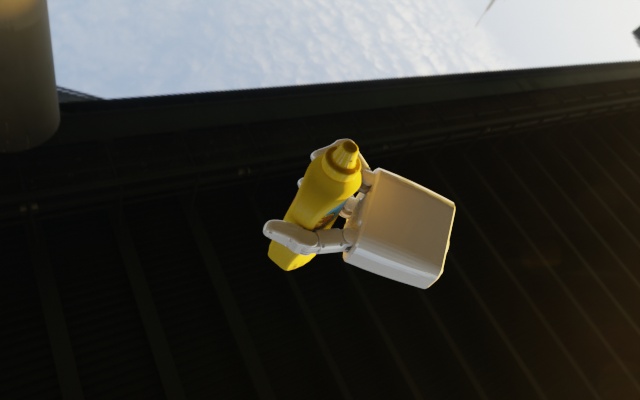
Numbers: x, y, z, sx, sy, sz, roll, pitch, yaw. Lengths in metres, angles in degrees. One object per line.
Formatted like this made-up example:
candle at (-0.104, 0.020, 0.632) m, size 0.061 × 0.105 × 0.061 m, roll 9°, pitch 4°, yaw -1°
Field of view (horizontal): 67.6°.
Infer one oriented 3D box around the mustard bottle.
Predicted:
mustard bottle at (0.000, 0.002, 0.553) m, size 0.096 × 0.058 × 0.192 m, roll -42°, pitch -12°, yaw -40°
